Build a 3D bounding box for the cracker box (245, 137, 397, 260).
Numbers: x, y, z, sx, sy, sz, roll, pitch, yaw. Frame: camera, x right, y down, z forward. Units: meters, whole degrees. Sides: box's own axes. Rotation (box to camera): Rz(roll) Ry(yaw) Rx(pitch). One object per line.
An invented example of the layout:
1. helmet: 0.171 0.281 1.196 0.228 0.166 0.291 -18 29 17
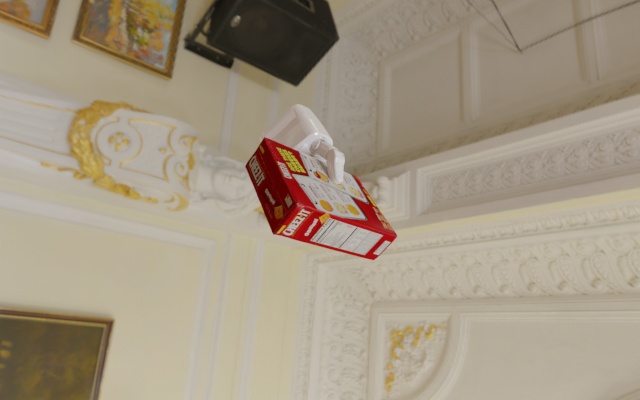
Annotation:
1. cracker box: 0.000 0.002 0.767 0.214 0.072 0.164 19 30 -39
